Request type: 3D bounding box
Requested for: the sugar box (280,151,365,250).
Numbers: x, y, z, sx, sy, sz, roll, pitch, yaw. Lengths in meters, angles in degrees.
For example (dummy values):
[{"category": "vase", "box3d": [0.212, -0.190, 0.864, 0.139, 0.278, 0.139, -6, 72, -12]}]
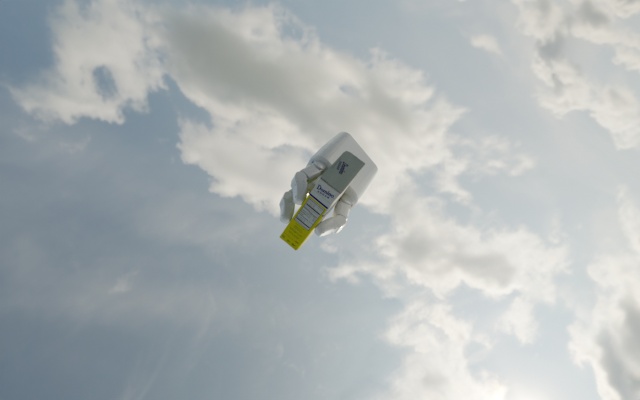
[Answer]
[{"category": "sugar box", "box3d": [0.000, 0.002, 0.790, 0.093, 0.048, 0.176, -49, -6, -45]}]
